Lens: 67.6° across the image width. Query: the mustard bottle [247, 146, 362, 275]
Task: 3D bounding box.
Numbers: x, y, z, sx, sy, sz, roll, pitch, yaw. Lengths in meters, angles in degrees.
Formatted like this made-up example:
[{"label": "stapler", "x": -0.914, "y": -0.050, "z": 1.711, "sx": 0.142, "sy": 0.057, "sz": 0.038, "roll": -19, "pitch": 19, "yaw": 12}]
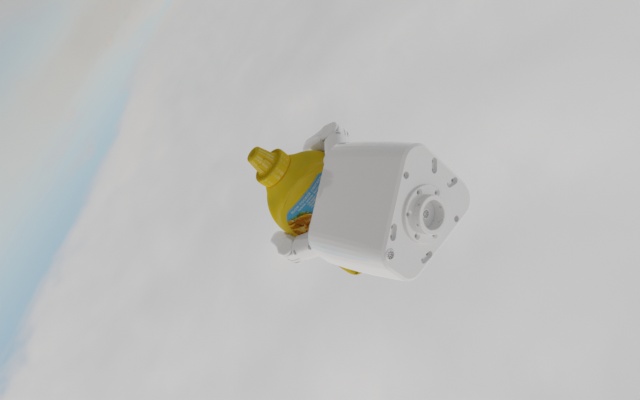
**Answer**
[{"label": "mustard bottle", "x": 0.000, "y": 0.002, "z": 0.522, "sx": 0.192, "sy": 0.096, "sz": 0.058, "roll": 35, "pitch": 9, "yaw": -30}]
